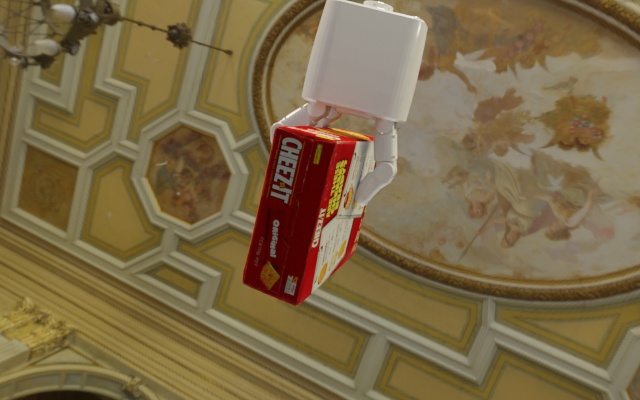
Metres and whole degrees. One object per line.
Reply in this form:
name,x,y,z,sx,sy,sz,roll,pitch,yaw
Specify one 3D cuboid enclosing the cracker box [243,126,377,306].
cracker box,0.000,0.002,0.545,0.072,0.164,0.213,17,12,16
